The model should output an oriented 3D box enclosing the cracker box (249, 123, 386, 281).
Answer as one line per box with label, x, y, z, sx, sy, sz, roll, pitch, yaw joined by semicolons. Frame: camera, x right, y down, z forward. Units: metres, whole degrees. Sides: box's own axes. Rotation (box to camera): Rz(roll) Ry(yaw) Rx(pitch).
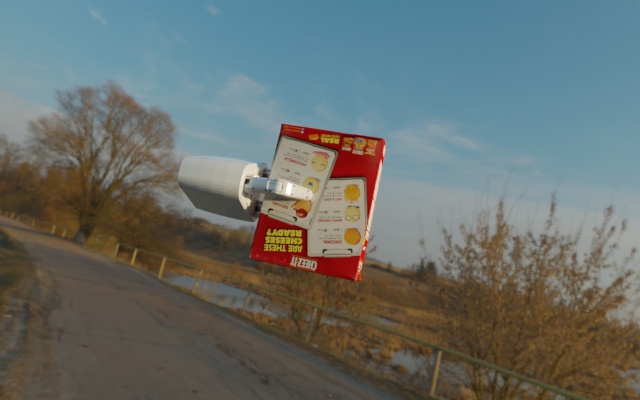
cracker box;0.000;0.002;0.729;0.164;0.213;0.072;10;-9;13
